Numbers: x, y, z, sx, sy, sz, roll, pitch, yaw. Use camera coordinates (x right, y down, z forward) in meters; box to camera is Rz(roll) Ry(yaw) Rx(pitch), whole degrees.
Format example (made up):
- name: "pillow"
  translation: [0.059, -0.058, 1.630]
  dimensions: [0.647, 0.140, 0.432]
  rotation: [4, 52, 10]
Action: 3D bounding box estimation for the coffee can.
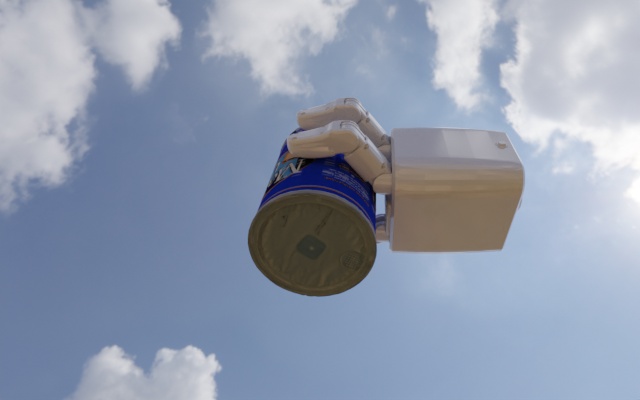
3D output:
- name: "coffee can"
  translation: [0.000, 0.002, 0.433]
  dimensions: [0.103, 0.103, 0.140]
  rotation: [0, 32, 7]
